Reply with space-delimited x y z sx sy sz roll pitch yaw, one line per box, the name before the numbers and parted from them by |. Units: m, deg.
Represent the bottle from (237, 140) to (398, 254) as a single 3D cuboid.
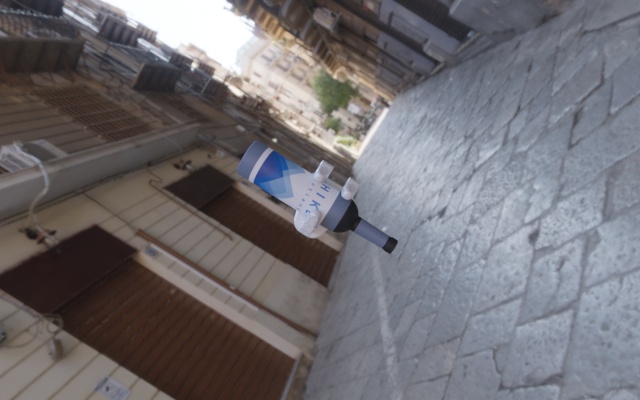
bottle | 0.000 0.003 0.815 0.296 0.069 0.069 32 0 0
